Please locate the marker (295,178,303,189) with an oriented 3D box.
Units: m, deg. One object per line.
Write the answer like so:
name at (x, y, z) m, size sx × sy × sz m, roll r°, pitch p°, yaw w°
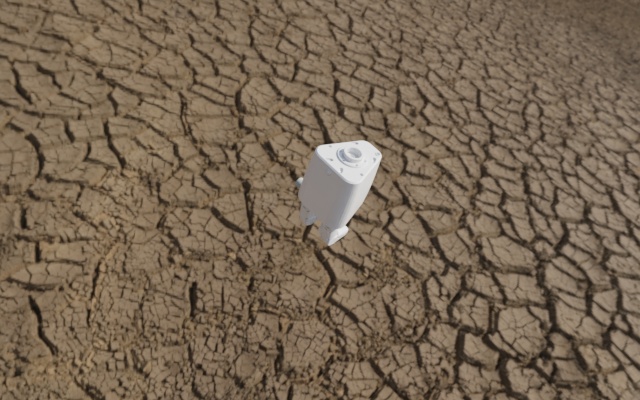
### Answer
marker at (0.000, 0.003, 0.863) m, size 0.121 × 0.020 × 0.020 m, roll 43°, pitch 19°, yaw 22°
